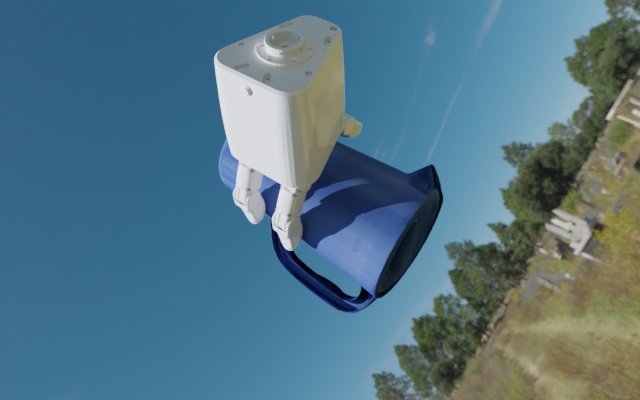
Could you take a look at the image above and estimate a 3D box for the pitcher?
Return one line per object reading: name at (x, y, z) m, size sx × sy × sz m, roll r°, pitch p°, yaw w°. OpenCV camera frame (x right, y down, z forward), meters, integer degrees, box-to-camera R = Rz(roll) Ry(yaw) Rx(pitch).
pitcher at (0.000, 0.002, 0.545) m, size 0.242 × 0.149 × 0.145 m, roll 31°, pitch -30°, yaw 23°
